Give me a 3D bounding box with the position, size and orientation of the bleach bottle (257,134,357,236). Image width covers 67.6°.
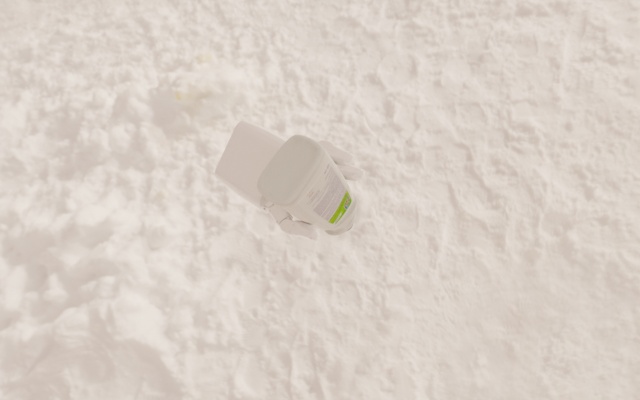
[{"bbox_3d":[0.000,0.002,0.719,0.068,0.102,0.251,30,-9,27],"label":"bleach bottle"}]
